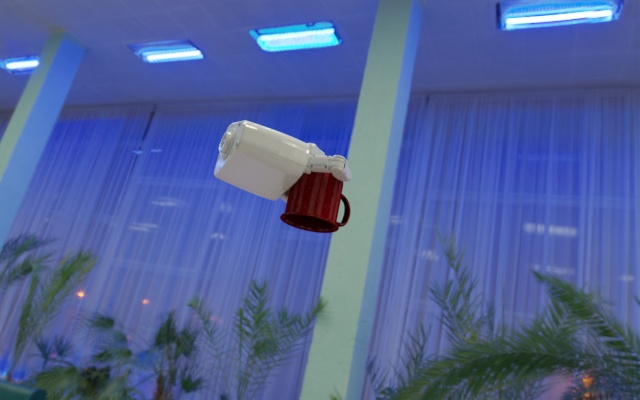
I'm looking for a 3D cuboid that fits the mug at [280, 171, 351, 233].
[{"bbox_3d":[0.001,0.003,0.755,0.117,0.081,0.093,21,-20,-27],"label":"mug"}]
